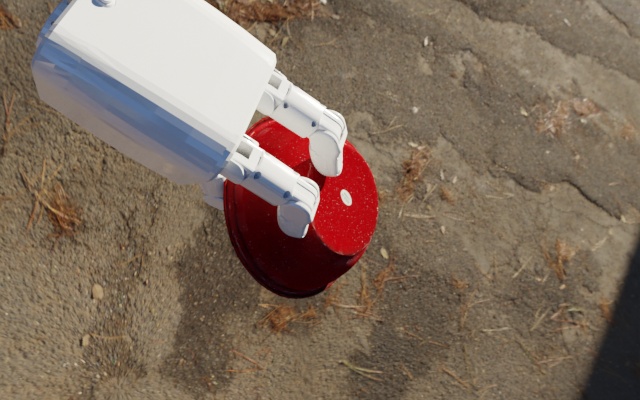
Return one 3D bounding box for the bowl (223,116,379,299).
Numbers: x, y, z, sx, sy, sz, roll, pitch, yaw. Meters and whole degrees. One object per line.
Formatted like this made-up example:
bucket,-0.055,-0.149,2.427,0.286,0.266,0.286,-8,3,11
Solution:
bowl,0.001,0.002,0.401,0.055,0.162,0.162,-8,-5,42
